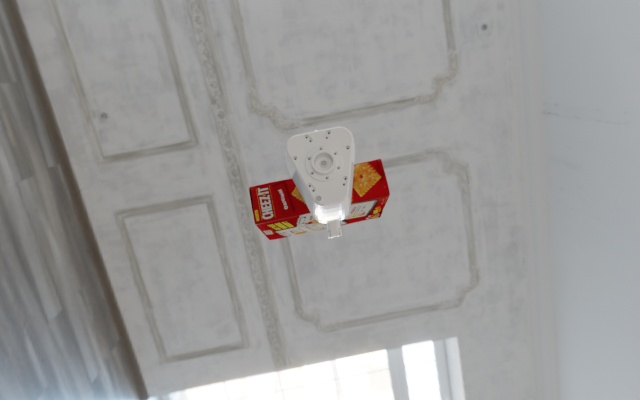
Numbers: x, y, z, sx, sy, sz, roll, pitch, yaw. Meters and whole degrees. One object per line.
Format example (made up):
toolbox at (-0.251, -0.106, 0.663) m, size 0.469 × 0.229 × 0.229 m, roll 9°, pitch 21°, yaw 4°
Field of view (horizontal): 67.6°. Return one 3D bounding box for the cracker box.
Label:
cracker box at (0.000, 0.003, 0.812) m, size 0.214 × 0.072 × 0.164 m, roll -11°, pitch -14°, yaw -1°
